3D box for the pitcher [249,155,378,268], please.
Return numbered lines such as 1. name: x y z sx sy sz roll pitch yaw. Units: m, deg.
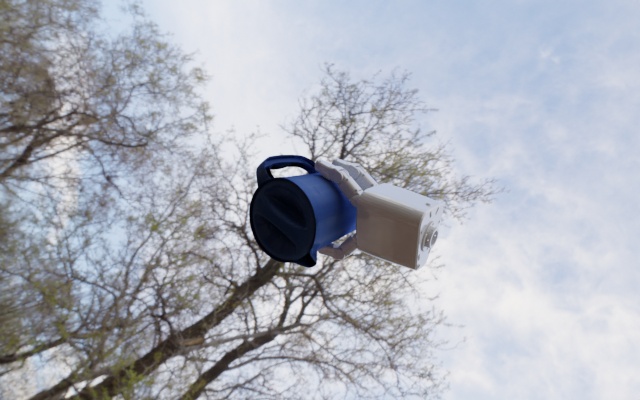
1. pitcher: 0.000 0.003 0.817 0.145 0.149 0.243 18 19 31
